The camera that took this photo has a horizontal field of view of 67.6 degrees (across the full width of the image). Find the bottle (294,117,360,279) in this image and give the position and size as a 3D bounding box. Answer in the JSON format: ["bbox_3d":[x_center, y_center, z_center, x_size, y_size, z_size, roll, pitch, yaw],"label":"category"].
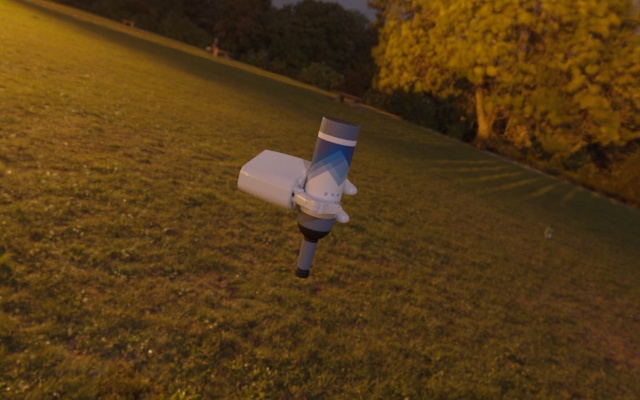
[{"bbox_3d":[0.000,0.003,0.853,0.069,0.296,0.069,14,16,-4],"label":"bottle"}]
